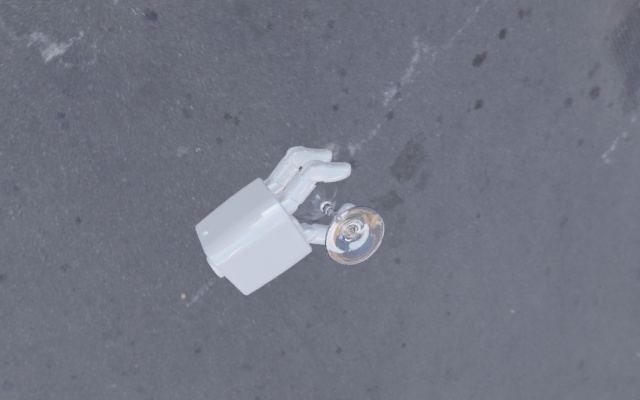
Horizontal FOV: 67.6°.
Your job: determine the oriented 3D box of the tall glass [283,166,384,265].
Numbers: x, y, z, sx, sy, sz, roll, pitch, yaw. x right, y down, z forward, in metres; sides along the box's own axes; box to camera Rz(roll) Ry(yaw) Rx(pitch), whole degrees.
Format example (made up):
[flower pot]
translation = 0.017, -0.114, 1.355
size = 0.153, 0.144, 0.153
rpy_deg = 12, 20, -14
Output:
[tall glass]
translation = 0.001, 0.002, 0.618
size = 0.079, 0.079, 0.201
rpy_deg = 0, 23, -25
